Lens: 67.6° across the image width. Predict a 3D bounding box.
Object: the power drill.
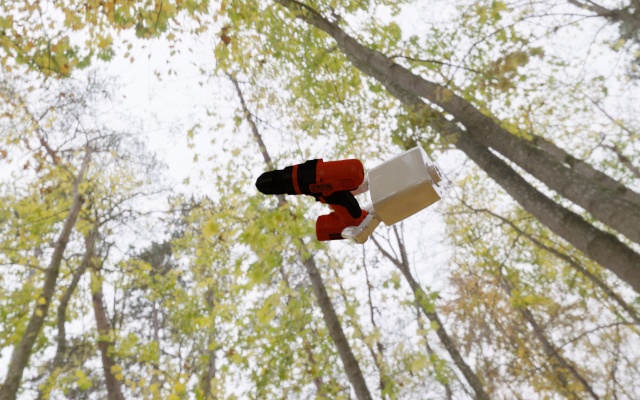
[{"bbox_3d":[0.001,0.003,0.828,0.184,0.057,0.188,-5,-34,18],"label":"power drill"}]
